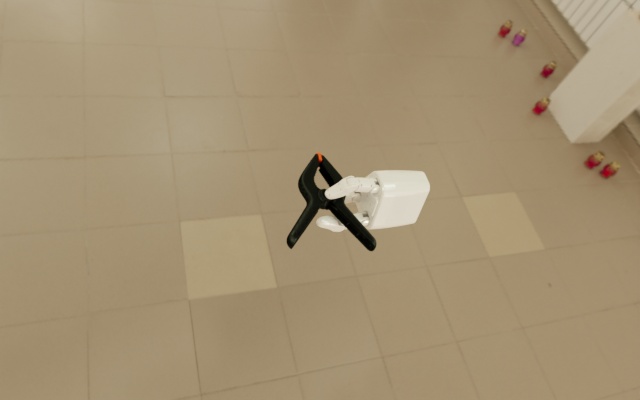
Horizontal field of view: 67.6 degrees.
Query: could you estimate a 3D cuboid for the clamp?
[{"bbox_3d":[0.000,0.002,0.864,0.164,0.210,0.036,-2,-32,-25],"label":"clamp"}]
